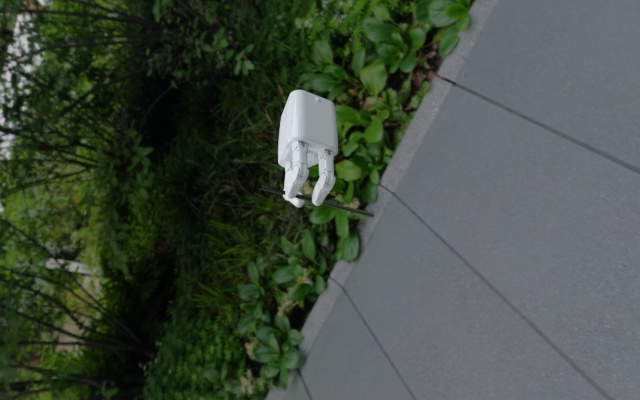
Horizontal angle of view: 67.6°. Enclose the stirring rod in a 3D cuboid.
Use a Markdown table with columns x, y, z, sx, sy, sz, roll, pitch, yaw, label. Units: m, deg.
| x | y | z | sx | sy | sz | roll | pitch | yaw | label |
| --- | --- | --- | --- | --- | --- | --- | --- | --- | --- |
| 0.000 | 0.003 | 0.857 | 0.239 | 0.011 | 0.011 | 14 | -7 | -30 | stirring rod |
